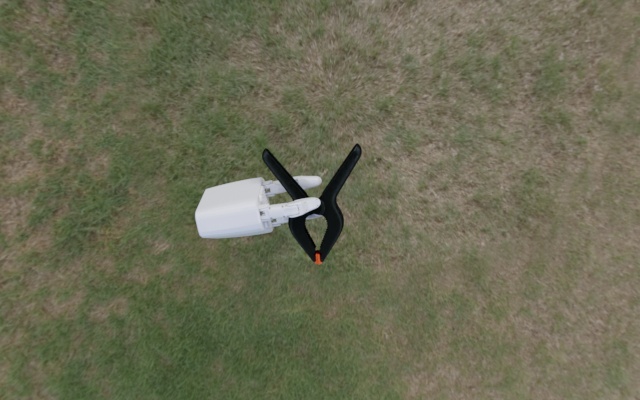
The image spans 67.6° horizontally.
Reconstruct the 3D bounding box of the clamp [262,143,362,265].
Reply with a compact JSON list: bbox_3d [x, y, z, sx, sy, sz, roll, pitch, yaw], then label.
[{"bbox_3d":[0.000,0.003,0.806,0.164,0.210,0.036,-9,12,6],"label":"clamp"}]
